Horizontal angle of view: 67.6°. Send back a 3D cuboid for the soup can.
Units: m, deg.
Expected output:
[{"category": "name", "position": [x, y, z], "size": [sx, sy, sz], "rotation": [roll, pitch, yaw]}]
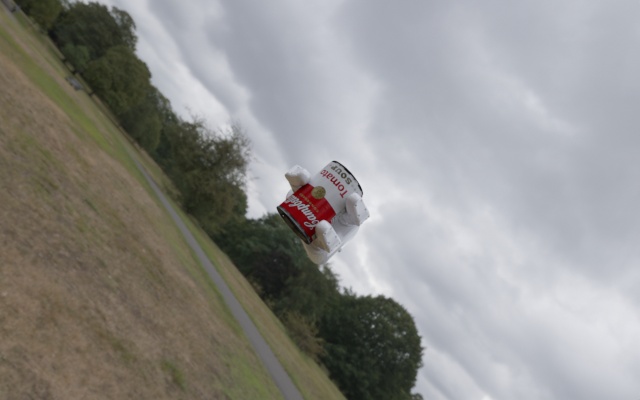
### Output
[{"category": "soup can", "position": [0.000, 0.002, 0.651], "size": [0.102, 0.068, 0.068], "rotation": [-41, 10, -12]}]
